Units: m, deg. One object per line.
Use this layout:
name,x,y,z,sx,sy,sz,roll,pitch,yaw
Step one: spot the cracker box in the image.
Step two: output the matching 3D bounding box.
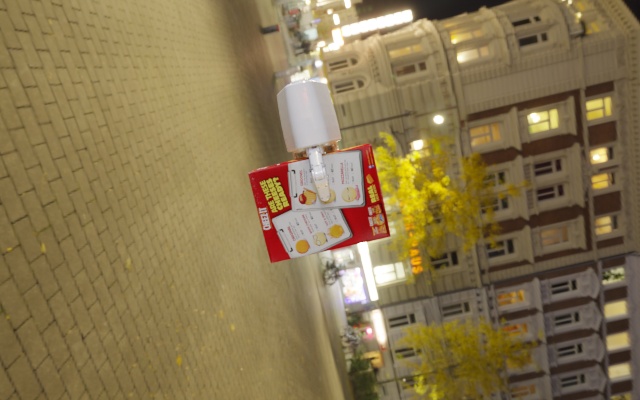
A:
cracker box,0.000,0.003,0.835,0.214,0.164,0.072,-13,7,3
